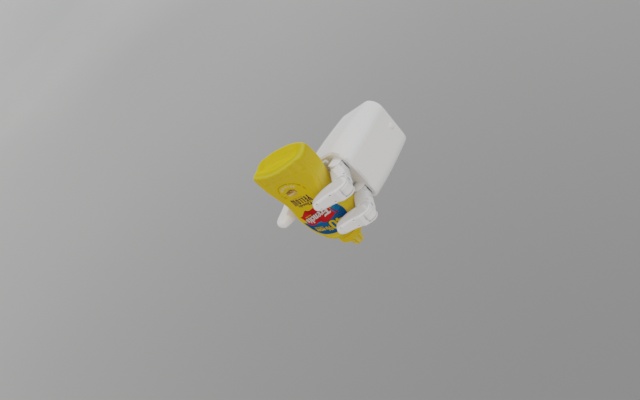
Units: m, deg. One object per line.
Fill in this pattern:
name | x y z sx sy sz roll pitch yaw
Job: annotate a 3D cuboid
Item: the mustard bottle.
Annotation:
mustard bottle | 0.000 0.002 0.691 0.096 0.058 0.192 -22 -52 36
